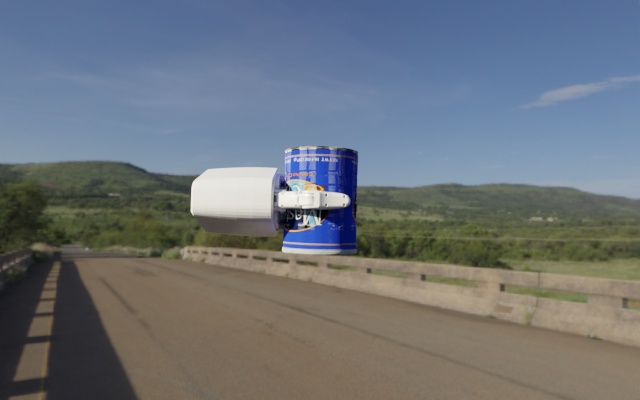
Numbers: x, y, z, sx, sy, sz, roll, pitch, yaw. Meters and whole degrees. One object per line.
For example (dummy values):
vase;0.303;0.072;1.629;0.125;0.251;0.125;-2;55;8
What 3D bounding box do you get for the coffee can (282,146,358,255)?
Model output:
coffee can;0.000;0.002;0.661;0.103;0.140;0.103;1;-3;0
